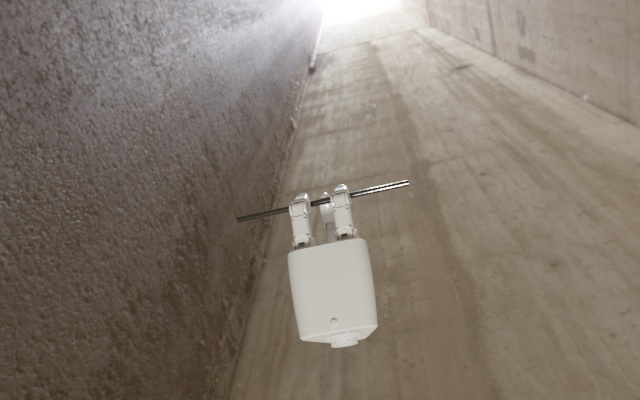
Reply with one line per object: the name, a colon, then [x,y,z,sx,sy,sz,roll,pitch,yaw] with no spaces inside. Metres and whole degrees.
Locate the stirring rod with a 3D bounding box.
stirring rod: [0.000,0.002,0.651,0.239,0.011,0.011,-12,-2,9]
